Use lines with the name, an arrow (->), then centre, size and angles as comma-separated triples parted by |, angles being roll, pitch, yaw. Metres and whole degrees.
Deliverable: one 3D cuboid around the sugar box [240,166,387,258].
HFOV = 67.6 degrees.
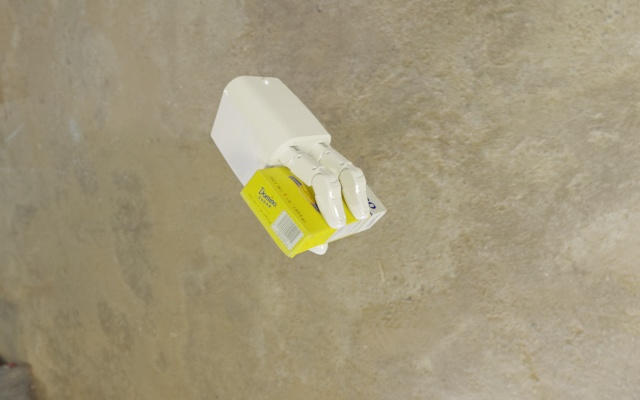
sugar box -> 0.000, 0.001, 0.560 | 0.176, 0.093, 0.048 | -16, -27, -53
